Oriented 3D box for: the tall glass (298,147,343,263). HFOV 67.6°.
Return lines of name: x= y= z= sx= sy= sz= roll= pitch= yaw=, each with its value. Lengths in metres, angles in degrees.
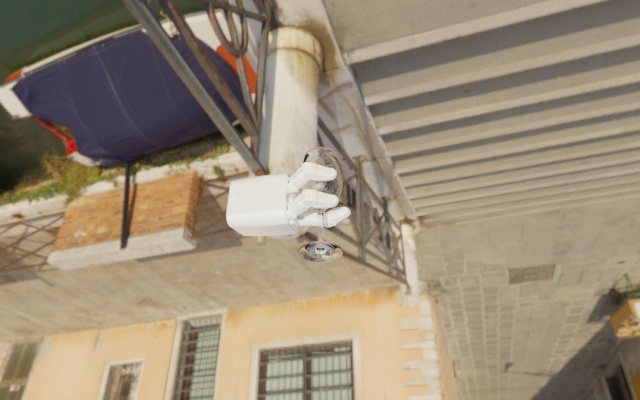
tall glass: x=0.000 y=0.003 z=0.835 sx=0.079 sy=0.201 sz=0.079 roll=0 pitch=-33 yaw=0
